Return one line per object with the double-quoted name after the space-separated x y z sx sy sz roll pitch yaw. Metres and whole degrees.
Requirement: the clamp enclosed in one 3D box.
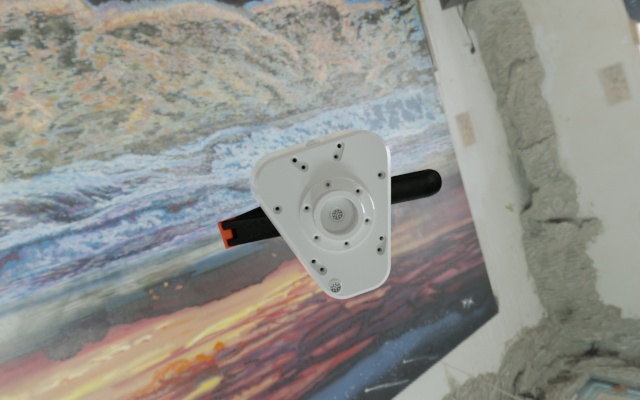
0.000 0.003 0.497 0.210 0.036 0.164 -17 9 -5 "clamp"
